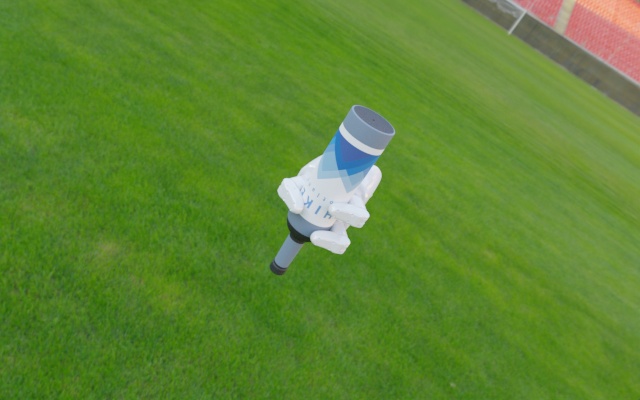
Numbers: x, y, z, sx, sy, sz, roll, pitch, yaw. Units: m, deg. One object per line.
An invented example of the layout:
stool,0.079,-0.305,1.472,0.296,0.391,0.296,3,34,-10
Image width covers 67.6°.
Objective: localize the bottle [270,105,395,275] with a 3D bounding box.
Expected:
bottle,0.000,0.002,0.697,0.069,0.296,0.069,24,30,-15
